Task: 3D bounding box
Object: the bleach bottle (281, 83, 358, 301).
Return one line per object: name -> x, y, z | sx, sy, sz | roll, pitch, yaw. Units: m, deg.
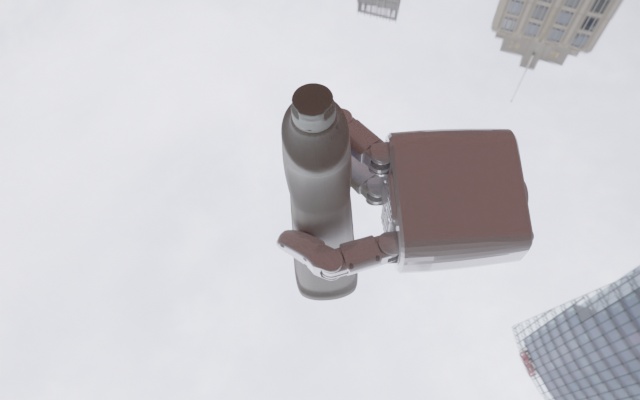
bleach bottle -> 0.000, 0.001, 0.423 | 0.068, 0.102, 0.251 | -6, -30, -1
